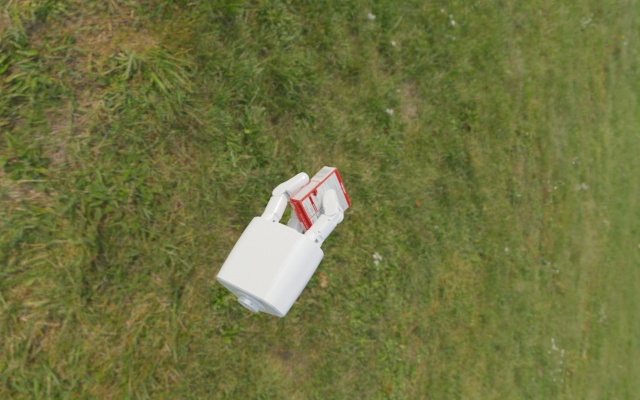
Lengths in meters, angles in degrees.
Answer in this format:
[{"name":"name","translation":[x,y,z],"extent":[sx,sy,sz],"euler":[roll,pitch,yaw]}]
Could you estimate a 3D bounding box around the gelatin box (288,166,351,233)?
[{"name":"gelatin box","translation":[0.001,0.002,0.732],"extent":[0.030,0.073,0.089],"euler":[14,48,45]}]
